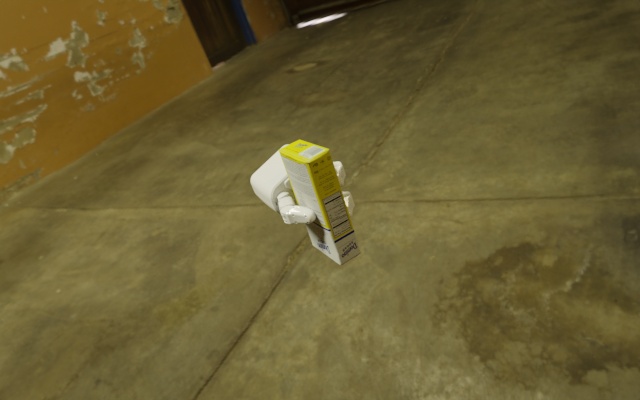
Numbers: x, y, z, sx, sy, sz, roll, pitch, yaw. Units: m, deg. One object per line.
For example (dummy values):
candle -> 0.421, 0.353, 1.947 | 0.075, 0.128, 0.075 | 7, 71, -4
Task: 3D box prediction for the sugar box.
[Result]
sugar box -> 0.000, 0.002, 0.716 | 0.048, 0.176, 0.093 | -31, 29, -19
